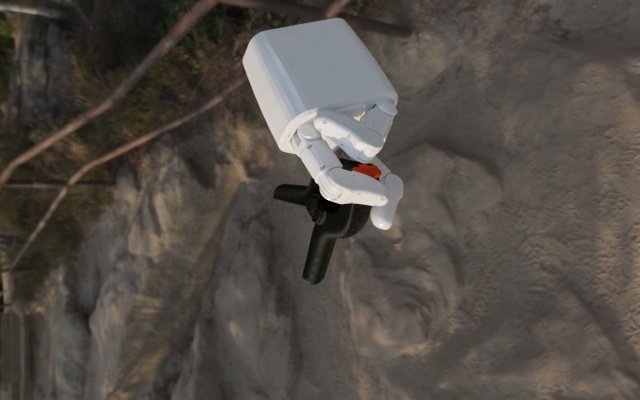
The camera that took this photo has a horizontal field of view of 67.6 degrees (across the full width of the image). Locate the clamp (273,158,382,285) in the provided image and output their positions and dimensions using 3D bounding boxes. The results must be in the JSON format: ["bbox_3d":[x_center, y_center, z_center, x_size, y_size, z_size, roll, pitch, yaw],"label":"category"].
[{"bbox_3d":[0.000,0.002,0.493,0.039,0.120,0.171,-16,-25,-38],"label":"clamp"}]
